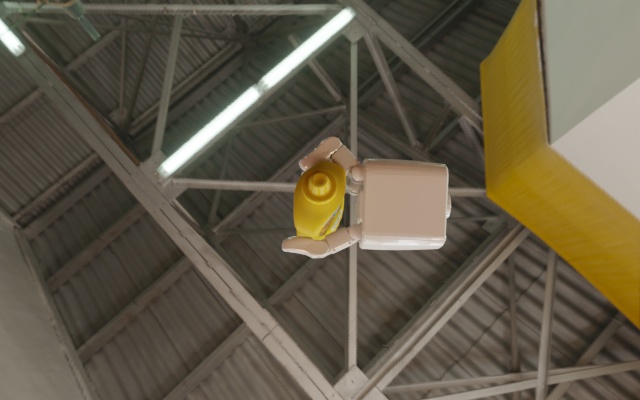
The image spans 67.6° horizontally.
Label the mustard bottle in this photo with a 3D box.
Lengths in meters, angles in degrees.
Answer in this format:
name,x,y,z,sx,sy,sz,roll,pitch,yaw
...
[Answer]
name,x,y,z,sx,sy,sz,roll,pitch,yaw
mustard bottle,0.000,0.002,0.613,0.058,0.096,0.192,26,-13,7
